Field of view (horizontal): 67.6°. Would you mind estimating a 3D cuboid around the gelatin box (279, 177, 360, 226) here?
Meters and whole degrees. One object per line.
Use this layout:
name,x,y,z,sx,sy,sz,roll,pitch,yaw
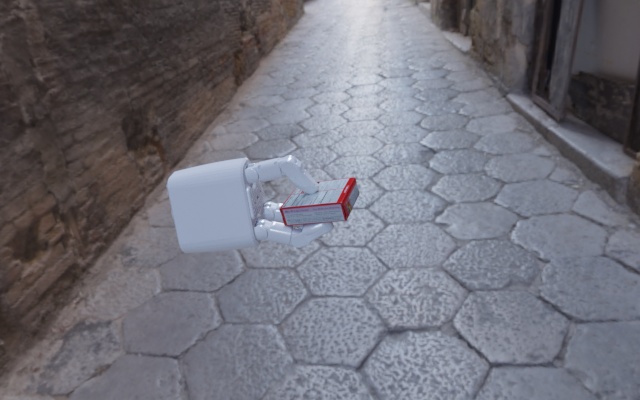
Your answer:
gelatin box,0.000,0.002,0.631,0.089,0.030,0.073,-7,25,22
